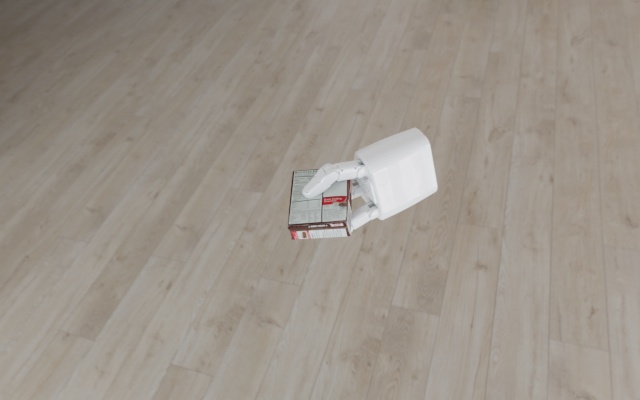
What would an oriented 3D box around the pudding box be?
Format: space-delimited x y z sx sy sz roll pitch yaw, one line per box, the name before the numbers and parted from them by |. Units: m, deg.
pudding box | 0.000 0.002 0.718 0.090 0.113 0.039 -5 -42 10
